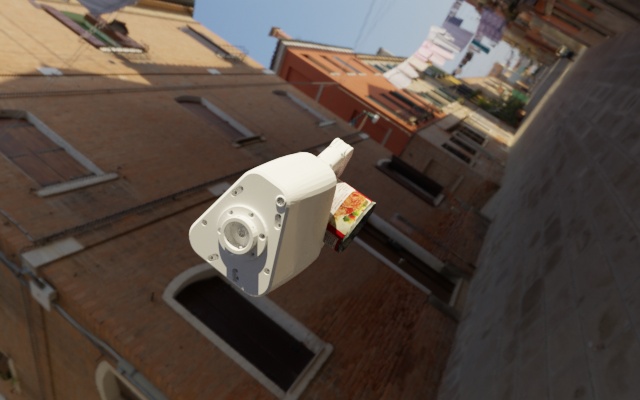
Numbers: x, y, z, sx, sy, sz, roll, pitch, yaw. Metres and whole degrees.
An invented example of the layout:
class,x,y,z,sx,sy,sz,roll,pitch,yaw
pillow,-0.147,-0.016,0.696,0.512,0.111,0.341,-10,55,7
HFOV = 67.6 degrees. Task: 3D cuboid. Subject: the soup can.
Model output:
class,x,y,z,sx,sy,sz,roll,pitch,yaw
soup can,0.000,0.001,0.526,0.102,0.068,0.068,36,8,11
